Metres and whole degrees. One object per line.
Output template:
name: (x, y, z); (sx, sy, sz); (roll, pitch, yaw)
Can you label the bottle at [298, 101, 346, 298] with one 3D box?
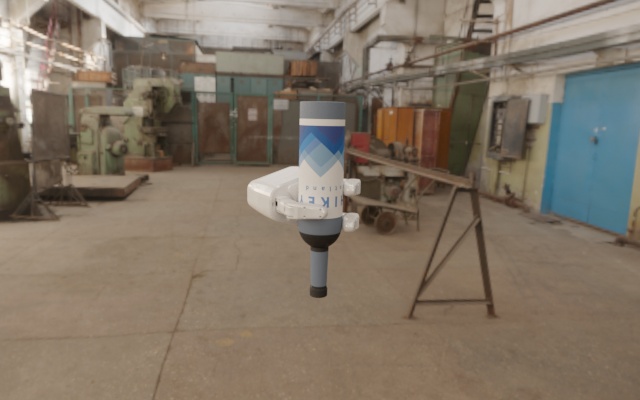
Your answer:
bottle: (0.000, 0.002, 0.717); (0.069, 0.296, 0.069); (1, 10, 0)
